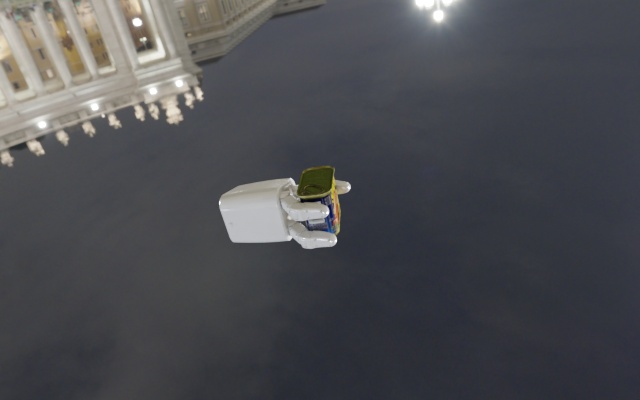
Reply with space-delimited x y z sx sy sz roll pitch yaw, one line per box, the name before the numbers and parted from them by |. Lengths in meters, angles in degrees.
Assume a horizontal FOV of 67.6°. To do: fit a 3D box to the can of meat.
can of meat | 0.000 0.003 0.793 0.057 0.084 0.102 -7 29 9
